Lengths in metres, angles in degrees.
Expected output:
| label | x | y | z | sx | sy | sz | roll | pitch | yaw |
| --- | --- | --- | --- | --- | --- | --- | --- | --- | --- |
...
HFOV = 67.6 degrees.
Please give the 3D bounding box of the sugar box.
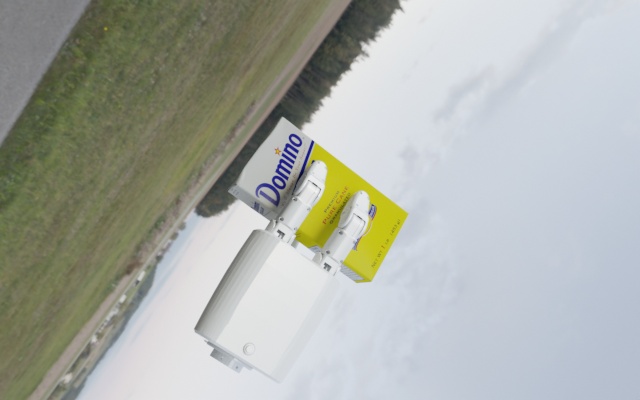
| label | x | y | z | sx | sy | sz | roll | pitch | yaw |
| --- | --- | --- | --- | --- | --- | --- | --- | --- | --- |
| sugar box | 0.000 | 0.002 | 0.511 | 0.176 | 0.093 | 0.048 | 37 | -21 | -13 |
